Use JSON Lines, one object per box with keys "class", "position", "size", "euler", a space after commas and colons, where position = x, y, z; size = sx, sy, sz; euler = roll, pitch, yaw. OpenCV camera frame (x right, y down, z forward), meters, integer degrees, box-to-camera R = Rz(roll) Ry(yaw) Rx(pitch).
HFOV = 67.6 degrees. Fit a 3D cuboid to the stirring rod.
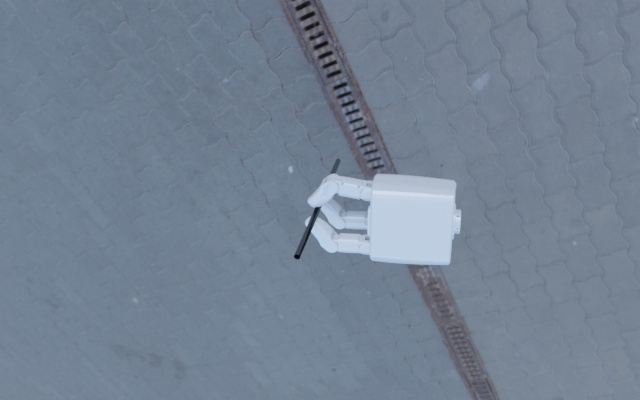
{"class": "stirring rod", "position": [0.000, 0.002, 0.678], "size": [0.011, 0.011, 0.239], "euler": [0, 34, 17]}
